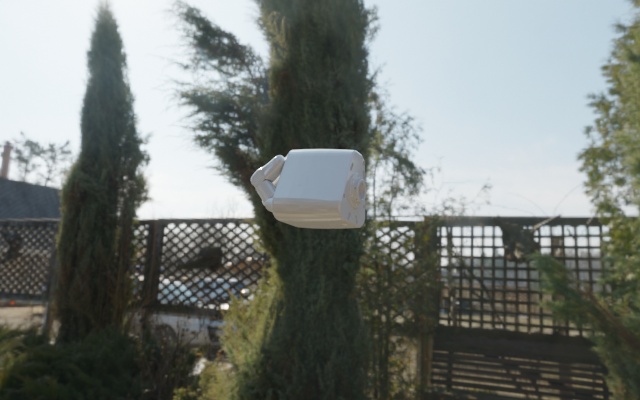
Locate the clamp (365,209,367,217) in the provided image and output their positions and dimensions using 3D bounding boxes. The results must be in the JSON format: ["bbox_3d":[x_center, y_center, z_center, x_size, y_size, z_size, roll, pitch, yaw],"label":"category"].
[{"bbox_3d":[0.000,0.002,0.802,0.120,0.039,0.171,4,-7,29],"label":"clamp"}]
